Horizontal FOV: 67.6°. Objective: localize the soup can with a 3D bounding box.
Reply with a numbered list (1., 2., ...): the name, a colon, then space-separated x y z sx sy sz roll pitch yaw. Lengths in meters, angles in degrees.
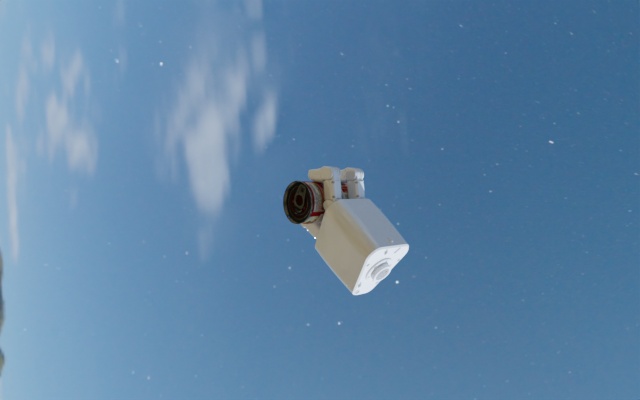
1. soup can: 0.000 0.002 0.773 0.102 0.068 0.068 -1 1 -43
